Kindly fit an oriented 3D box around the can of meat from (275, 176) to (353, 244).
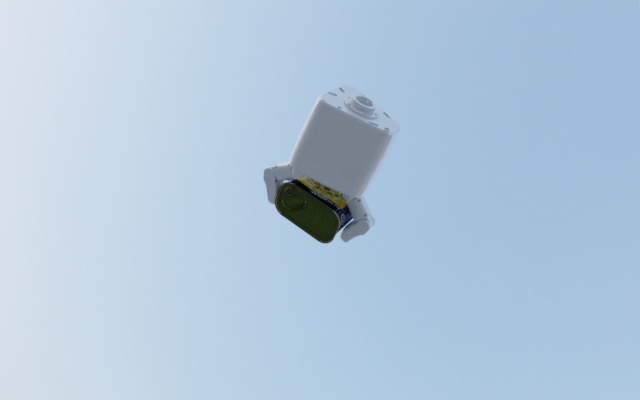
[{"bbox_3d":[0.000,0.002,0.687,0.102,0.057,0.084,34,36,14],"label":"can of meat"}]
